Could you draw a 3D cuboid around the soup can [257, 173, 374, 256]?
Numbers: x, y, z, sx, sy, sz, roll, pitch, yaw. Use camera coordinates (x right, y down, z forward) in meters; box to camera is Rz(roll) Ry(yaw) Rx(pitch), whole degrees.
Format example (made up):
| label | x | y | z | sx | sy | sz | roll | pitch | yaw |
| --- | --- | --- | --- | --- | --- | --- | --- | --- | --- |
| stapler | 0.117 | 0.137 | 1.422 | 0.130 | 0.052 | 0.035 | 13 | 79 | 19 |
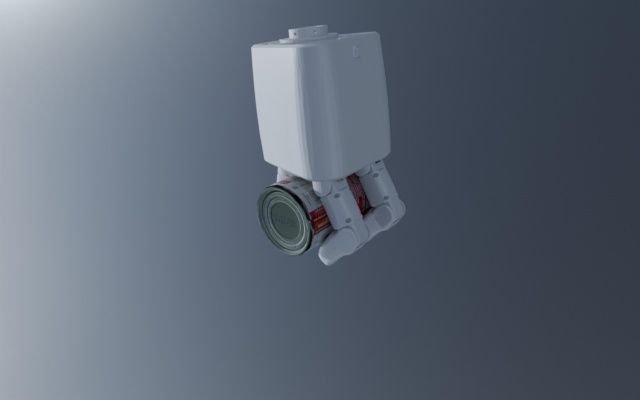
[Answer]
| label | x | y | z | sx | sy | sz | roll | pitch | yaw |
| --- | --- | --- | --- | --- | --- | --- | --- | --- | --- |
| soup can | 0.000 | 0.002 | 0.445 | 0.068 | 0.068 | 0.102 | 0 | 20 | 44 |
